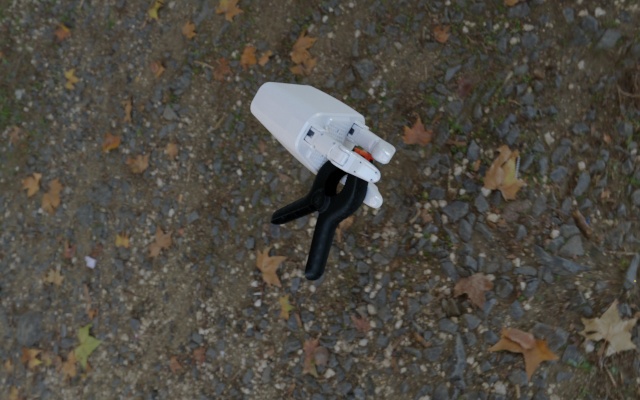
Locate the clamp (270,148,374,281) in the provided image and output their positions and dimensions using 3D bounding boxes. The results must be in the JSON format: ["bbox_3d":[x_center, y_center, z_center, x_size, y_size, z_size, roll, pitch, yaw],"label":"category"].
[{"bbox_3d":[0.000,0.002,0.609,0.120,0.171,0.039,40,14,35],"label":"clamp"}]
